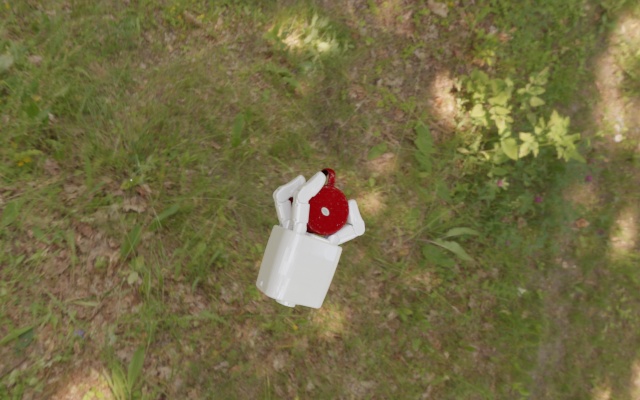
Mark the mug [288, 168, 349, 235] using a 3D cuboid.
[{"bbox_3d":[0.001,0.001,0.796,0.093,0.117,0.081,20,-4,-21],"label":"mug"}]
